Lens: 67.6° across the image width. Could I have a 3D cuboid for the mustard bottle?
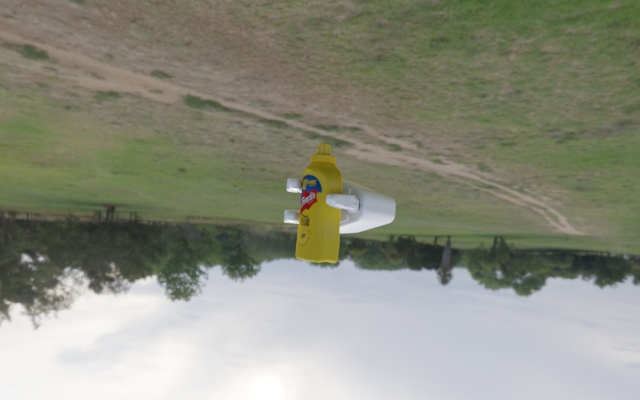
[{"bbox_3d":[0.000,0.003,0.777,0.058,0.191,0.096,6,-4,-24],"label":"mustard bottle"}]
